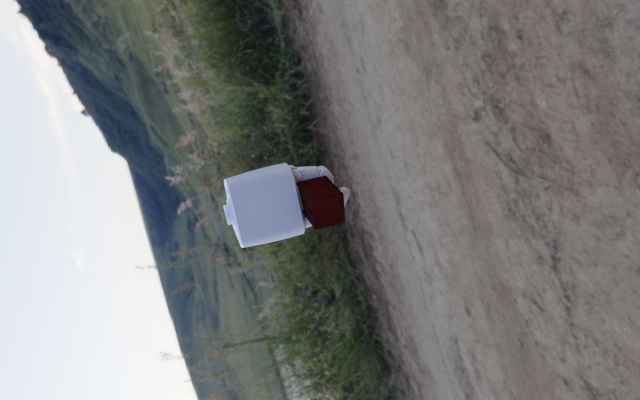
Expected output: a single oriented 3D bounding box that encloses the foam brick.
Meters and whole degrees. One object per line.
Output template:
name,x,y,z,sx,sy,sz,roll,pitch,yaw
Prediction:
foam brick,0.000,0.002,0.747,0.051,0.053,0.078,-14,27,-15
